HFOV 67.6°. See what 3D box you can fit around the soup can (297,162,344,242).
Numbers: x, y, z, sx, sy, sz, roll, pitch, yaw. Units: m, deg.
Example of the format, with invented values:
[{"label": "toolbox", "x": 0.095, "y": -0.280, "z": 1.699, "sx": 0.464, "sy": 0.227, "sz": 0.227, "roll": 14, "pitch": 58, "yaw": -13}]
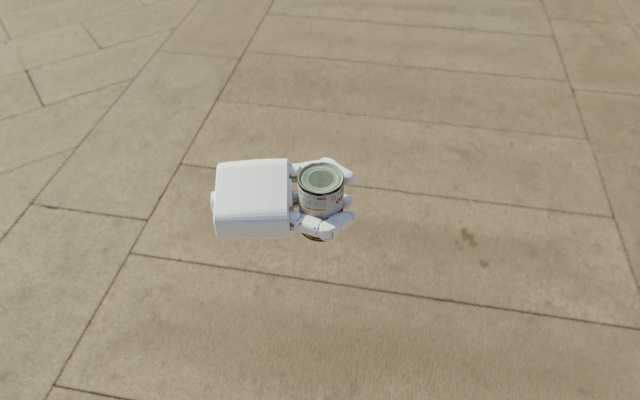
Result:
[{"label": "soup can", "x": 0.001, "y": 0.002, "z": 0.696, "sx": 0.068, "sy": 0.068, "sz": 0.102, "roll": 0, "pitch": -44, "yaw": 0}]
